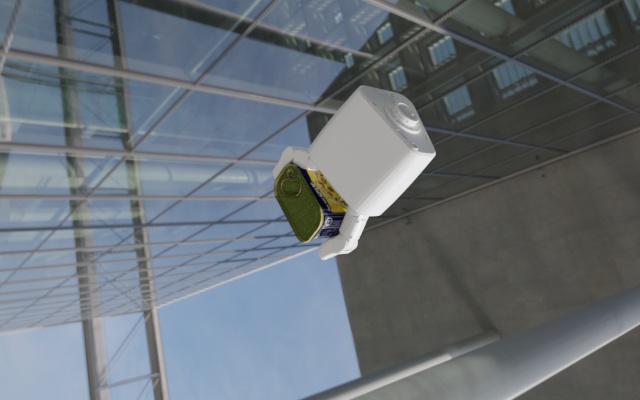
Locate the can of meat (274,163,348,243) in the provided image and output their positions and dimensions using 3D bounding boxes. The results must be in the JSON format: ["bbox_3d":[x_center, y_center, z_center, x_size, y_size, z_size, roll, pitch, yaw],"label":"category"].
[{"bbox_3d":[0.000,0.002,0.622,0.084,0.102,0.057,-1,-41,-42],"label":"can of meat"}]
